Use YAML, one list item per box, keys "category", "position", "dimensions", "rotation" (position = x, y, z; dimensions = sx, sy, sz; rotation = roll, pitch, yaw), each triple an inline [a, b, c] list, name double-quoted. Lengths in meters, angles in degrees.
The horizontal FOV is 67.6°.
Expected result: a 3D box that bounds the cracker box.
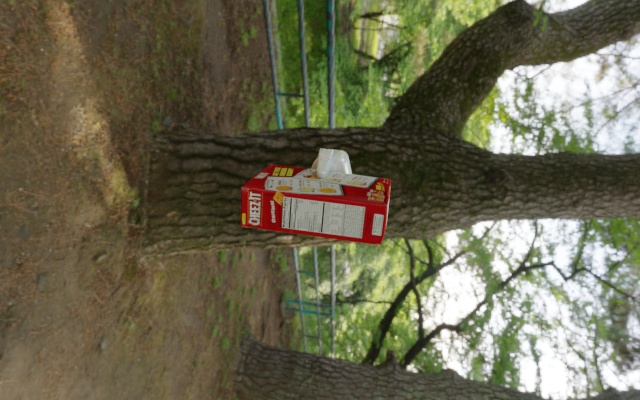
- category: "cracker box"
  position: [0.000, 0.002, 0.756]
  dimensions: [0.213, 0.072, 0.164]
  rotation: [7, 17, 8]
